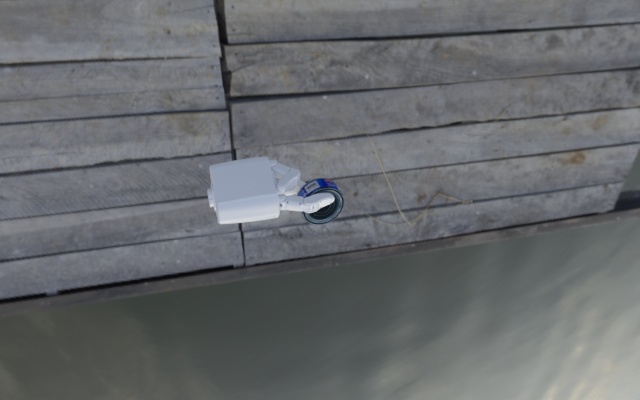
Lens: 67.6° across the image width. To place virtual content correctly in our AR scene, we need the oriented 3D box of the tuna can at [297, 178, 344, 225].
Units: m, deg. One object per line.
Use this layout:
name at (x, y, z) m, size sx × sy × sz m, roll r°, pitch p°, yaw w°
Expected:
tuna can at (0.000, 0.003, 0.886) m, size 0.086 × 0.086 × 0.033 m, roll 0°, pitch 33°, yaw -24°
